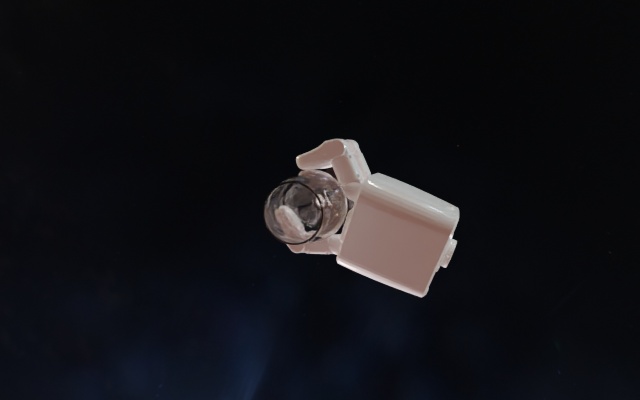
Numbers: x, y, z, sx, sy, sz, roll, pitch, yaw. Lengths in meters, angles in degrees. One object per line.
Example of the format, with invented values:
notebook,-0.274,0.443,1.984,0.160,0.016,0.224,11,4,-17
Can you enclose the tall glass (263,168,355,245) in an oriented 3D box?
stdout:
tall glass,0.000,0.002,0.552,0.079,0.079,0.201,0,6,16
